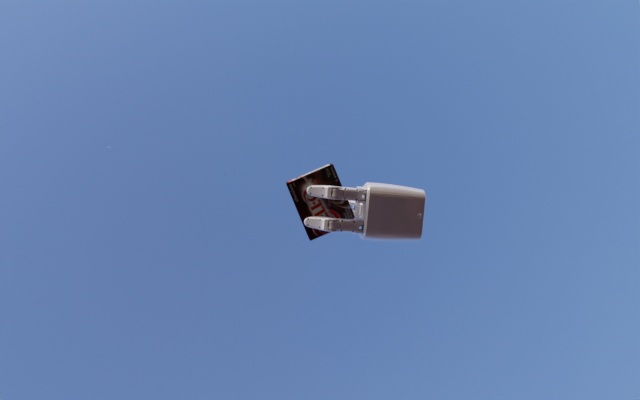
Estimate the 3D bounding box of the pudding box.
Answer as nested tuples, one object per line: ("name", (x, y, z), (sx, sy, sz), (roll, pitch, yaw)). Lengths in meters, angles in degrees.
("pudding box", (0.000, 0.003, 0.844), (0.090, 0.113, 0.039), (-23, 5, -4))
